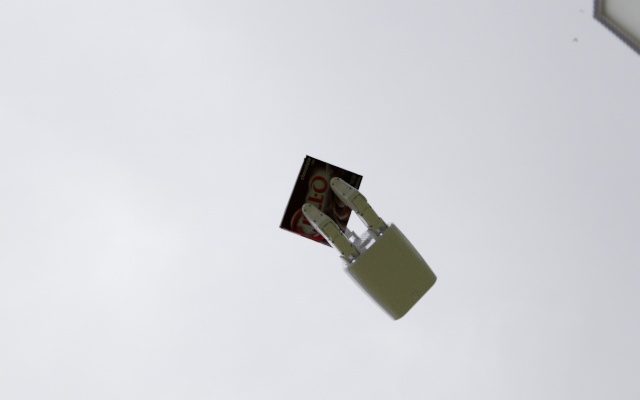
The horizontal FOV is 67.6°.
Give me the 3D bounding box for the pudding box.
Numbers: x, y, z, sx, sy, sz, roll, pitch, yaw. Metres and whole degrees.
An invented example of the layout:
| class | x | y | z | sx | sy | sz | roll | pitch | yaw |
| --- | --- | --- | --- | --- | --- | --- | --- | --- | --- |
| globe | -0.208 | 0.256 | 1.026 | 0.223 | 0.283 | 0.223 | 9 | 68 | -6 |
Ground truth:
| class | x | y | z | sx | sy | sz | roll | pitch | yaw |
| --- | --- | --- | --- | --- | --- | --- | --- | --- | --- |
| pudding box | 0.000 | 0.002 | 0.689 | 0.090 | 0.113 | 0.039 | 20 | -9 | -9 |
